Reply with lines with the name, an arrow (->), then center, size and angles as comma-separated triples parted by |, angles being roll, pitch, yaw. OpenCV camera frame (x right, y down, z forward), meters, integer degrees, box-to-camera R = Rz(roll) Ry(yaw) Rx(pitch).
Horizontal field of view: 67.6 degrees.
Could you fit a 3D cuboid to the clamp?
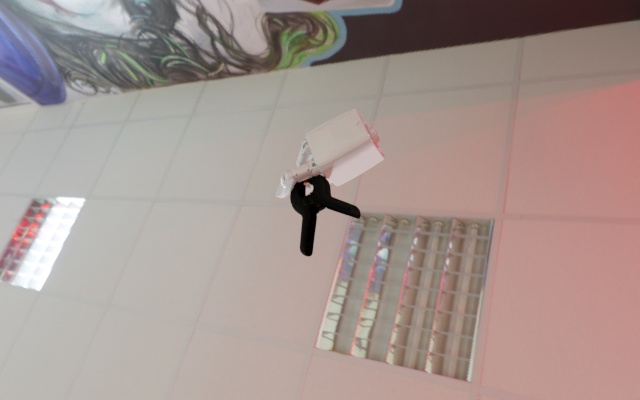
clamp -> 0.000, 0.003, 0.829 | 0.120, 0.171, 0.039 | -28, -38, 12
